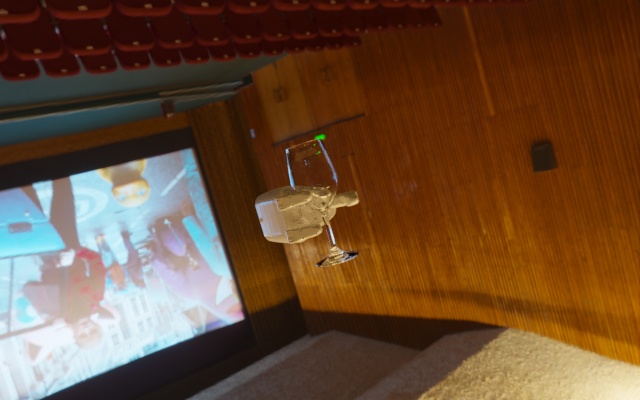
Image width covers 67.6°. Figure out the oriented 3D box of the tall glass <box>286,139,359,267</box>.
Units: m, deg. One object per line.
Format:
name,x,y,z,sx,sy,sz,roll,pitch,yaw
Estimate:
tall glass,0.000,0.003,0.789,0.079,0.201,0.079,-16,4,1
